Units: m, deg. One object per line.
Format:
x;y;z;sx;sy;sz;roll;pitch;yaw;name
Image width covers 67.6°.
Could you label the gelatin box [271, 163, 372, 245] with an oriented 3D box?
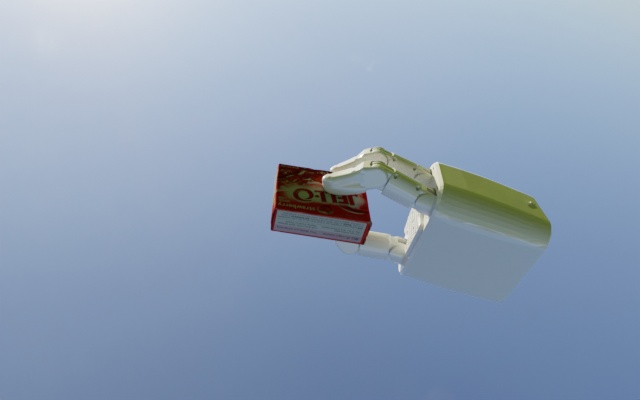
0.000;0.002;0.448;0.089;0.030;0.073;9;36;-8;gelatin box
